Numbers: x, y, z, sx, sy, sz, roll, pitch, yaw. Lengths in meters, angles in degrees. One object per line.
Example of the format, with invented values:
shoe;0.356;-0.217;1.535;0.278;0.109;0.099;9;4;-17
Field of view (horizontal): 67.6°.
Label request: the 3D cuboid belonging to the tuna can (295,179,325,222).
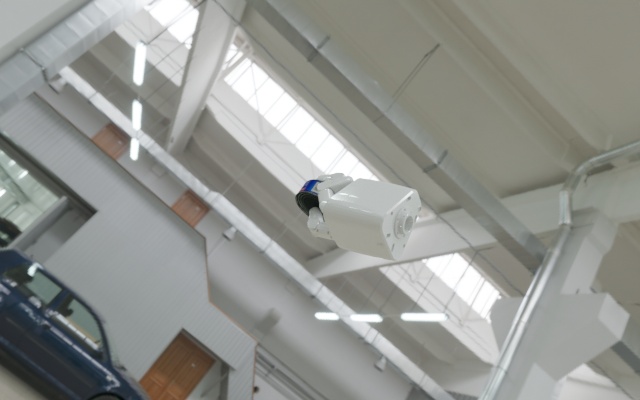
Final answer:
tuna can;0.000;0.002;0.846;0.086;0.033;0.086;26;-29;16
